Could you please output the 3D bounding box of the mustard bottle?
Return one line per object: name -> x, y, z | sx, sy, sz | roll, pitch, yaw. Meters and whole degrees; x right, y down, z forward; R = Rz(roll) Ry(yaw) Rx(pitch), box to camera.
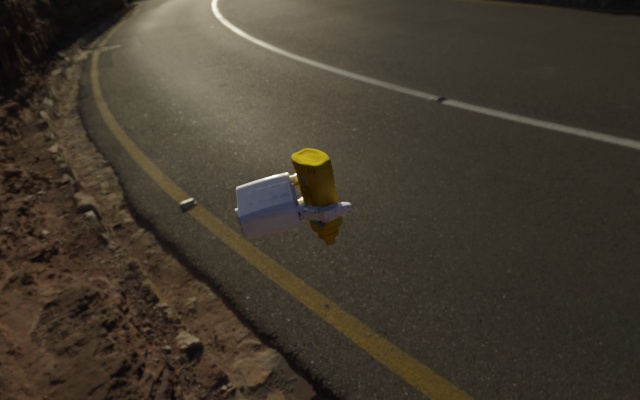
mustard bottle -> 0.000, 0.003, 0.896 | 0.058, 0.192, 0.096 | -27, 32, -23
